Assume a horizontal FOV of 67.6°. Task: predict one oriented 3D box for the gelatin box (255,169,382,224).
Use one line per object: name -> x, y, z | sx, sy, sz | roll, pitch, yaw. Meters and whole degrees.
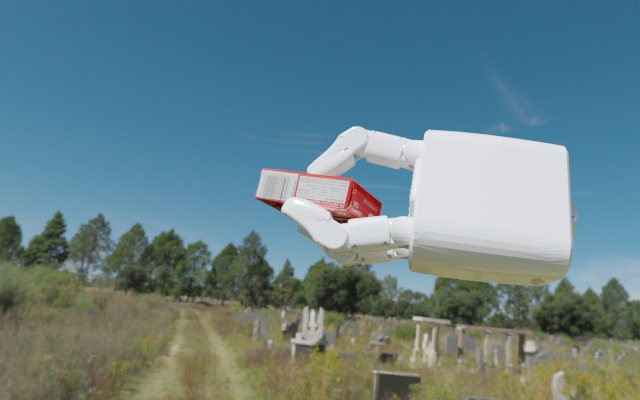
gelatin box -> 0.000, 0.001, 0.415 | 0.089, 0.030, 0.073 | 8, -12, 27
